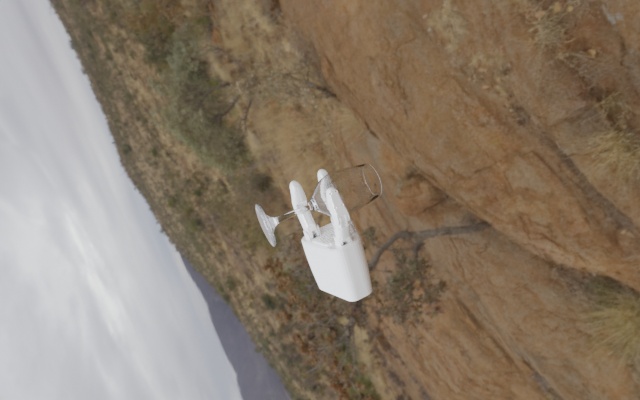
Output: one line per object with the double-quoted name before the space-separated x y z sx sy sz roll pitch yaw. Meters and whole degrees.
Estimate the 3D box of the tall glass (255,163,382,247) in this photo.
"tall glass" -0.001 0.003 0.782 0.201 0.079 0.079 -23 7 -16
